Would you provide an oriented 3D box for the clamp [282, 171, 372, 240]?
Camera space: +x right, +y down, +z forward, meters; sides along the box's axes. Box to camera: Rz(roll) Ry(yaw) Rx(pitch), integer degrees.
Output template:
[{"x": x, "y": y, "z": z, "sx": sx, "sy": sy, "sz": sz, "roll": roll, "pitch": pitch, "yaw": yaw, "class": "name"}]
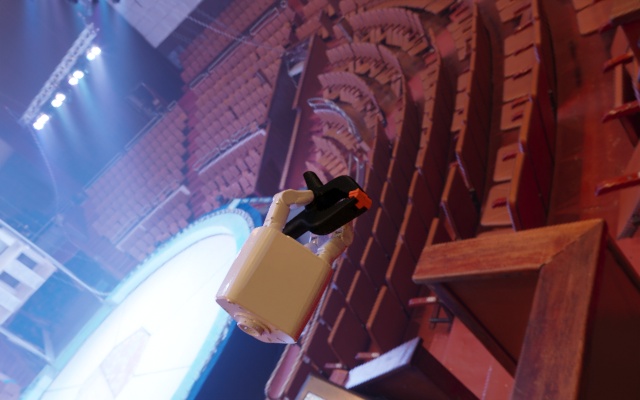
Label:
[{"x": 0.000, "y": 0.002, "z": 0.686, "sx": 0.036, "sy": 0.164, "sz": 0.210, "roll": 40, "pitch": -33, "yaw": -23, "class": "clamp"}]
